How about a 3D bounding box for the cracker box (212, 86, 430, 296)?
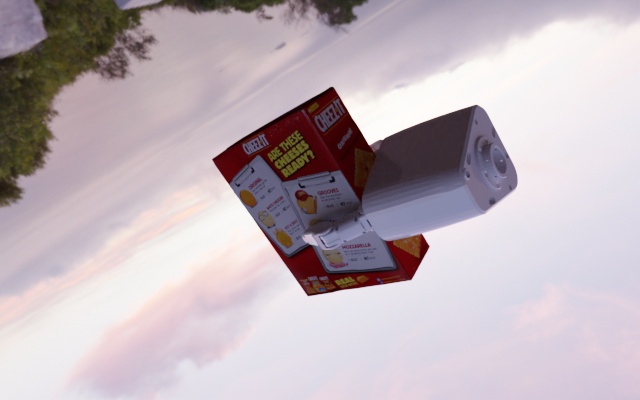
[{"bbox_3d":[0.000,0.002,0.549,0.164,0.214,0.072,-19,20,43],"label":"cracker box"}]
